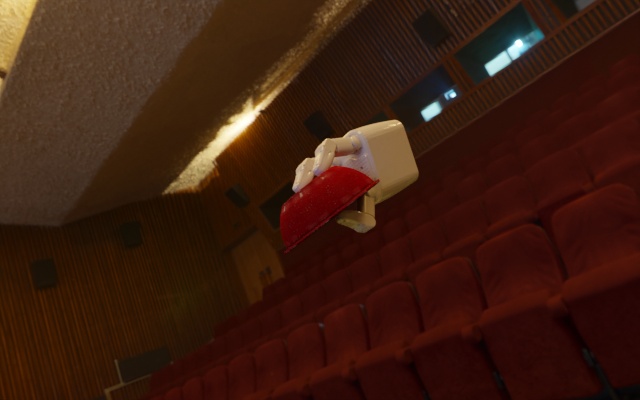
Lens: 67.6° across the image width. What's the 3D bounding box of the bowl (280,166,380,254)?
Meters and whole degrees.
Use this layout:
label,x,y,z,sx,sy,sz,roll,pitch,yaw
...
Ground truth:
label,x,y,z,sx,sy,sz,roll,pitch,yaw
bowl,-0.001,0.002,0.642,0.162,0.055,0.162,-38,-1,-1
